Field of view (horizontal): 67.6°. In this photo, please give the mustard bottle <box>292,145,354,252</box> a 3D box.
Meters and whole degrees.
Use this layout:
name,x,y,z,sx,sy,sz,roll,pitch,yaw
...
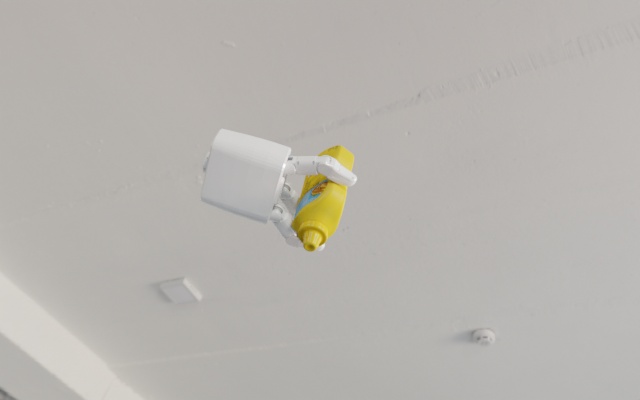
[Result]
name,x,y,z,sx,sy,sz,roll,pitch,yaw
mustard bottle,0.000,0.002,0.708,0.058,0.191,0.096,37,-54,-18
